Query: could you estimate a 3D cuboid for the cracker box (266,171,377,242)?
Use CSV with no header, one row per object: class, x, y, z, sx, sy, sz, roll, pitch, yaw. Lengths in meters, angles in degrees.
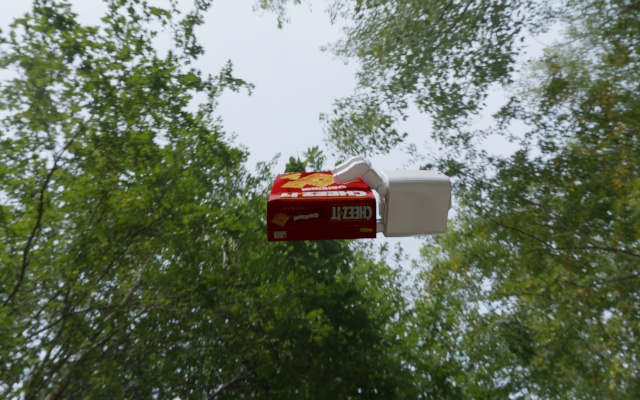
cracker box,0.000,0.003,0.799,0.164,0.072,0.213,-2,13,-1
